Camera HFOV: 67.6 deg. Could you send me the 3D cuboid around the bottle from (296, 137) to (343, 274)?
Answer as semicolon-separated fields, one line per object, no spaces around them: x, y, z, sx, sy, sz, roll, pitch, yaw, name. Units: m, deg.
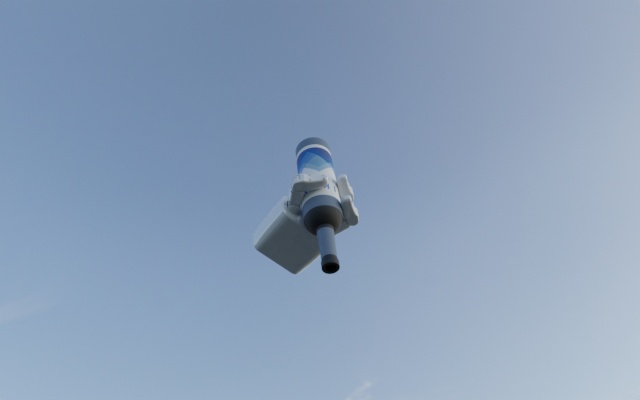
0.000;0.002;0.815;0.069;0.069;0.295;0;42;-8;bottle
